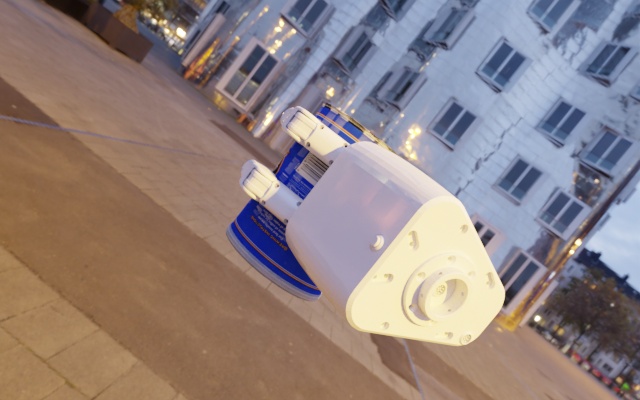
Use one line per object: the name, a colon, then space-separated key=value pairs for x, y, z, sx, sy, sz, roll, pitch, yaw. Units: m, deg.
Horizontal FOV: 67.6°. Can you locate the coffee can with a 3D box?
coffee can: x=0.000 y=0.001 z=0.419 sx=0.103 sy=0.140 sz=0.103 roll=38 pitch=4 yaw=-3
